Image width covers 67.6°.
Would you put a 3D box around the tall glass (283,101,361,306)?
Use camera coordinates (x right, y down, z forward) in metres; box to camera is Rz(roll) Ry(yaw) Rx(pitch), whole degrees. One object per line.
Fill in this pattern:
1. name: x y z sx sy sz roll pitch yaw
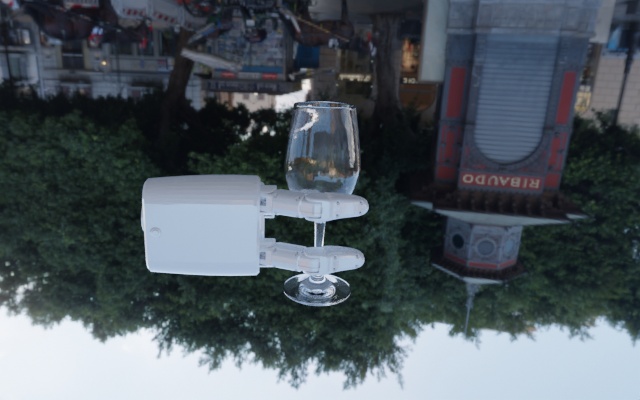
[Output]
1. tall glass: 0.000 0.002 0.494 0.079 0.201 0.079 3 16 -1
